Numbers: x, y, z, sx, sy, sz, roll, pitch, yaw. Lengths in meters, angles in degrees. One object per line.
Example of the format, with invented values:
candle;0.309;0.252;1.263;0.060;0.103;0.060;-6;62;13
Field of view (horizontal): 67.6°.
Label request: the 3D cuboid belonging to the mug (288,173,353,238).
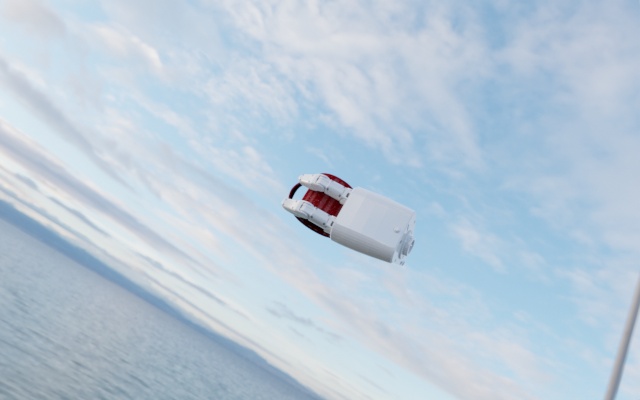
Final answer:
mug;-0.001;0.002;0.829;0.117;0.081;0.093;23;-21;22
